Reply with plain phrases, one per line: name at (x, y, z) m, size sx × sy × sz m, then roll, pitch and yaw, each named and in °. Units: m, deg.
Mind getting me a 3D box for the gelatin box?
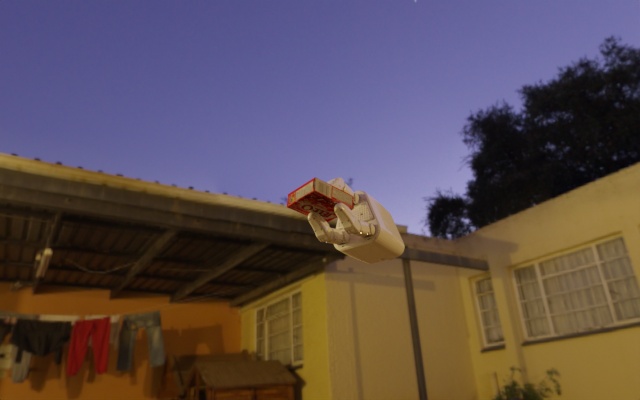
gelatin box at (0.000, 0.002, 0.804) m, size 0.089 × 0.030 × 0.073 m, roll 25°, pitch -38°, yaw -34°
